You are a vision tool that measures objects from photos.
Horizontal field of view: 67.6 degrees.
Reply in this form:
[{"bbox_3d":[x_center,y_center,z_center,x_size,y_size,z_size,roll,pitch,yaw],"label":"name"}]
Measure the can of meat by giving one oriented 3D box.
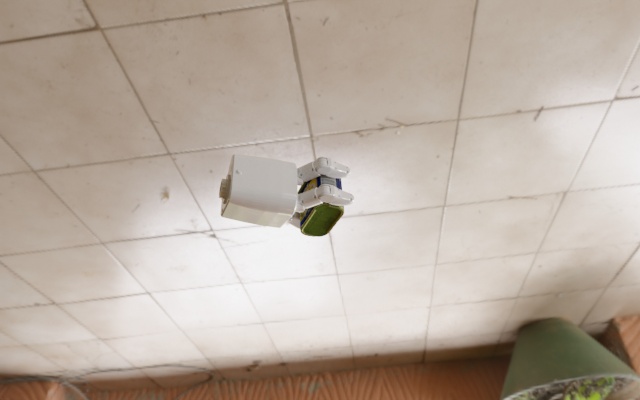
[{"bbox_3d":[0.000,0.003,0.813,0.057,0.084,0.102,12,-39,-19],"label":"can of meat"}]
